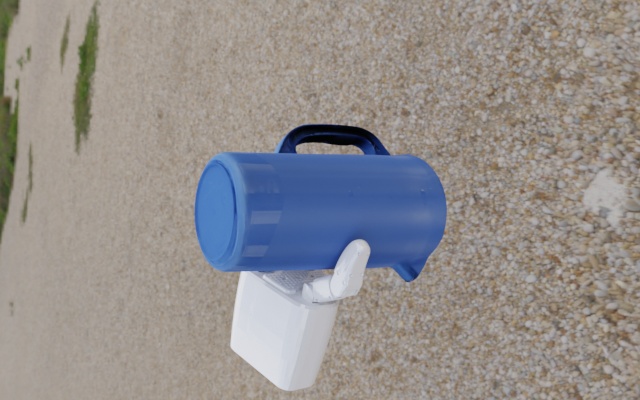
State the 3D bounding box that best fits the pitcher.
[{"bbox_3d":[0.000,0.002,0.497,0.243,0.145,0.149,1,22,-36],"label":"pitcher"}]
